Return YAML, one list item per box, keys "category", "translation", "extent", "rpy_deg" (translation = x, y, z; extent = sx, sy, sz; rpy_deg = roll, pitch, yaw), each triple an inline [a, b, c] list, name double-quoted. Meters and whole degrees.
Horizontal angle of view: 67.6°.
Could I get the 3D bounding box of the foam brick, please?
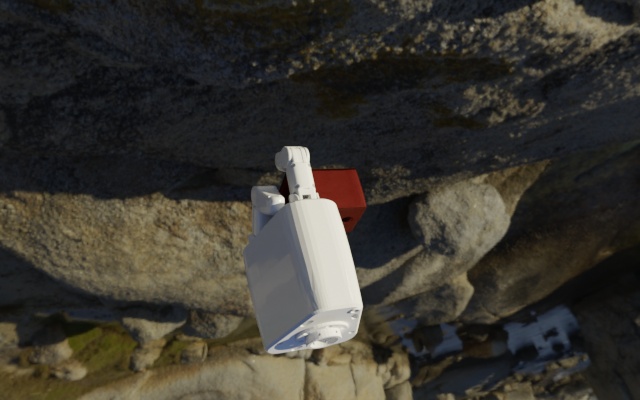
- category: "foam brick"
  translation: [0.000, 0.001, 0.499]
  extent: [0.078, 0.051, 0.053]
  rpy_deg: [-3, -34, -22]
